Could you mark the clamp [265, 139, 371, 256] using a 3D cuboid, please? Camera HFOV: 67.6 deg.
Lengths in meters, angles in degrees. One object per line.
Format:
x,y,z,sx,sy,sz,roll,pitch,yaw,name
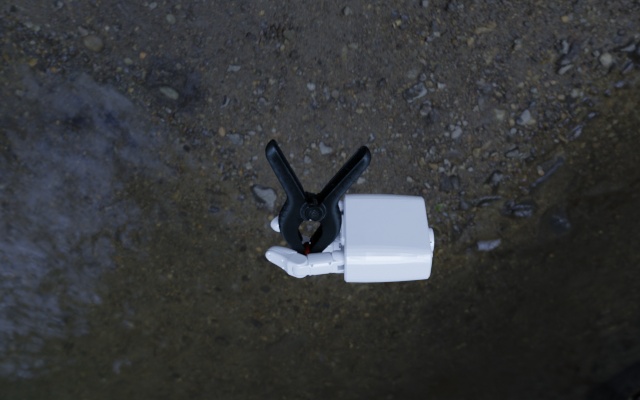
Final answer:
0.000,0.002,0.577,0.120,0.172,0.039,-1,35,2,clamp
